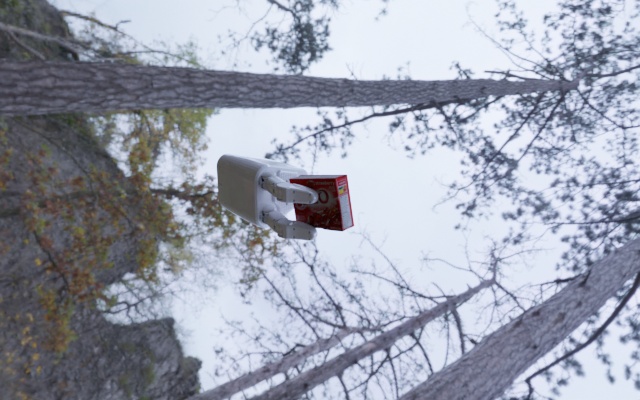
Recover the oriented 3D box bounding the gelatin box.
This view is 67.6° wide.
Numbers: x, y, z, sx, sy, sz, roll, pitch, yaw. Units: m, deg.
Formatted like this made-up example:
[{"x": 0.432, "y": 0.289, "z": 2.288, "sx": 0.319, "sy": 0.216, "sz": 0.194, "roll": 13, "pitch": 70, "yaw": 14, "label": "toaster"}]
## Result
[{"x": 0.001, "y": 0.002, "z": 0.659, "sx": 0.089, "sy": 0.073, "sz": 0.030, "roll": 2, "pitch": 16, "yaw": 41, "label": "gelatin box"}]
